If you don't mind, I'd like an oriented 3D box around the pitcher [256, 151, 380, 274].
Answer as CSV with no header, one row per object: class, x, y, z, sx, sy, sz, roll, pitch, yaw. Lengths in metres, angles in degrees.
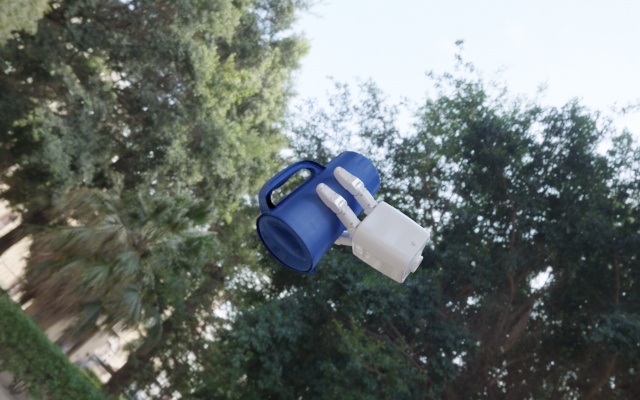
pitcher,0.000,0.003,0.892,0.145,0.149,0.242,33,56,20
